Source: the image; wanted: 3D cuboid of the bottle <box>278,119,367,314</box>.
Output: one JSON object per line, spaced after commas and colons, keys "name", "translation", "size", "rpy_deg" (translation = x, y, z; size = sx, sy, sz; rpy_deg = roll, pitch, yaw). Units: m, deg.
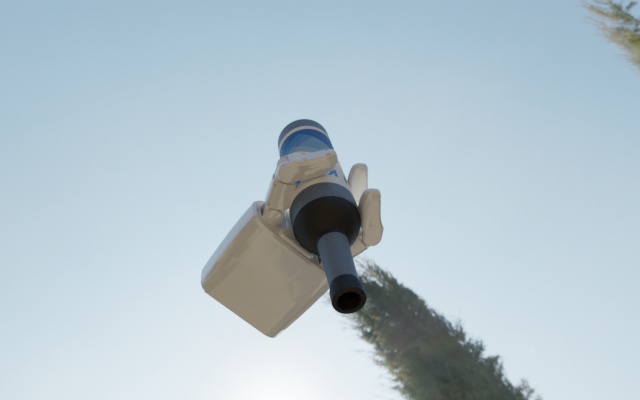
{"name": "bottle", "translation": [0.000, 0.001, 0.486], "size": [0.069, 0.069, 0.295], "rpy_deg": [0, 31, -10]}
